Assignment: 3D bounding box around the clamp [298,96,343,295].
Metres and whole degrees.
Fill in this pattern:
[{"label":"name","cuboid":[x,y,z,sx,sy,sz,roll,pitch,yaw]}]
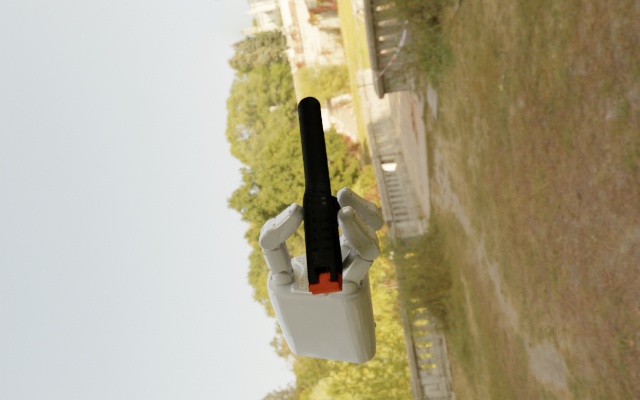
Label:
[{"label":"clamp","cuboid":[-0.001,0.002,0.479,0.036,0.165,0.209,-9,32,6]}]
